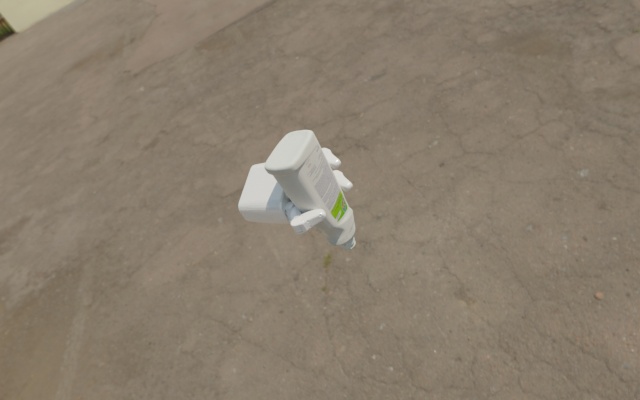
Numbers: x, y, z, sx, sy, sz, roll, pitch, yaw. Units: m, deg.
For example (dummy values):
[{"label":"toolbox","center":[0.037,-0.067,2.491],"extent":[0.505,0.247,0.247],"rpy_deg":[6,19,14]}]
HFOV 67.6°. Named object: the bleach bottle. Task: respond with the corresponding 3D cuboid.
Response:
[{"label":"bleach bottle","center":[0.000,0.003,0.839],"extent":[0.068,0.102,0.251],"rpy_deg":[-1,-45,34]}]
